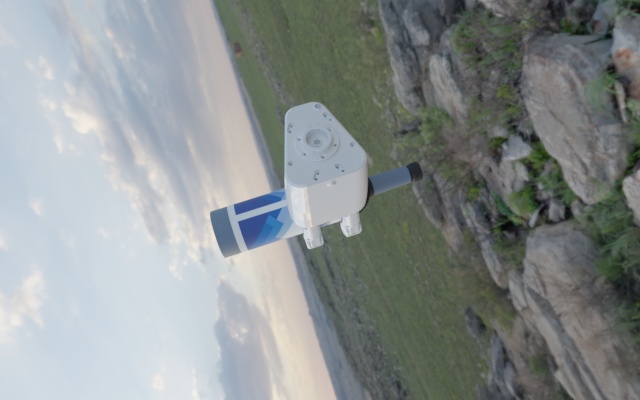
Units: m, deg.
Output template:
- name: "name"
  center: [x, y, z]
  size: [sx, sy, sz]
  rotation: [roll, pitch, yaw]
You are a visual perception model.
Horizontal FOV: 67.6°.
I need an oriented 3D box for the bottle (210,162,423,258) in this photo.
- name: "bottle"
  center: [0.000, 0.002, 0.662]
  size: [0.295, 0.069, 0.069]
  rotation: [-18, 2, -6]
